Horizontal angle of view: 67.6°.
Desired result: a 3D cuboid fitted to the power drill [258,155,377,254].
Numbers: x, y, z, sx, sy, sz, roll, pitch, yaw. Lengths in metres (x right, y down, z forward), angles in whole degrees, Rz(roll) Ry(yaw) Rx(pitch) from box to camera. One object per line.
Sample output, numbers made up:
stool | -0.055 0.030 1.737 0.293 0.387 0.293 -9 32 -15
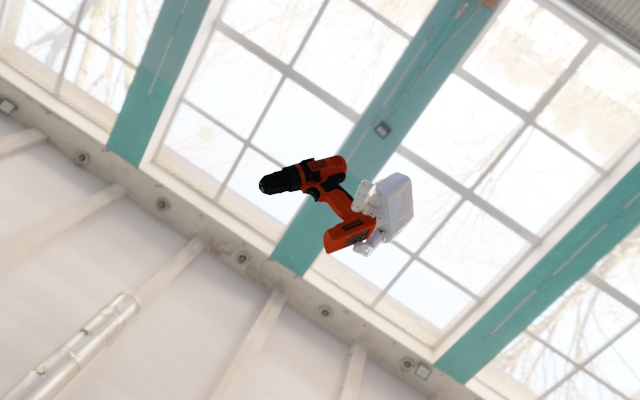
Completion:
power drill | 0.001 0.003 0.873 0.184 0.187 0.057 -18 -29 -26
